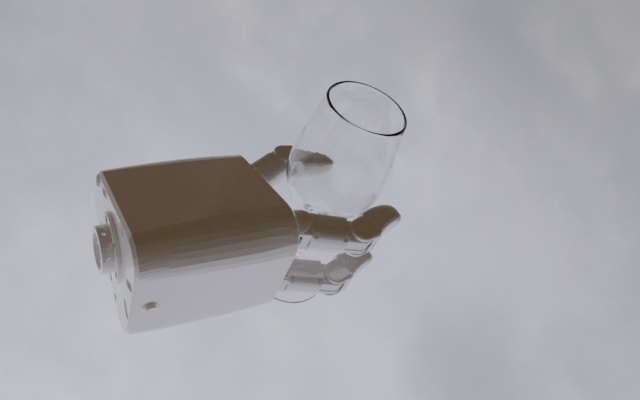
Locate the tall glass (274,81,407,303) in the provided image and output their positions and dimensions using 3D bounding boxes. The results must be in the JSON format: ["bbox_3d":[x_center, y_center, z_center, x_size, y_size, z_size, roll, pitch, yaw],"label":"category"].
[{"bbox_3d":[0.000,0.002,0.401,0.079,0.079,0.201,0,-42,-27],"label":"tall glass"}]
